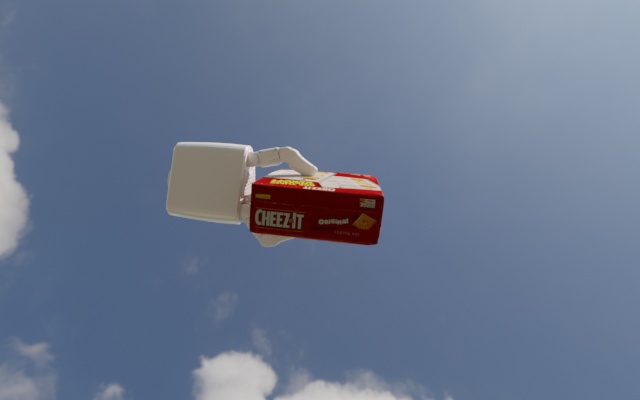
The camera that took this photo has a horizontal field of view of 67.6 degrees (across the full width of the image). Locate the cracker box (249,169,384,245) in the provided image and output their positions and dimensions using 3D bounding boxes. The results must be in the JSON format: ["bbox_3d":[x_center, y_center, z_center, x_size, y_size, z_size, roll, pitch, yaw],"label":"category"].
[{"bbox_3d":[0.000,0.002,0.684,0.164,0.072,0.213,5,10,3],"label":"cracker box"}]
